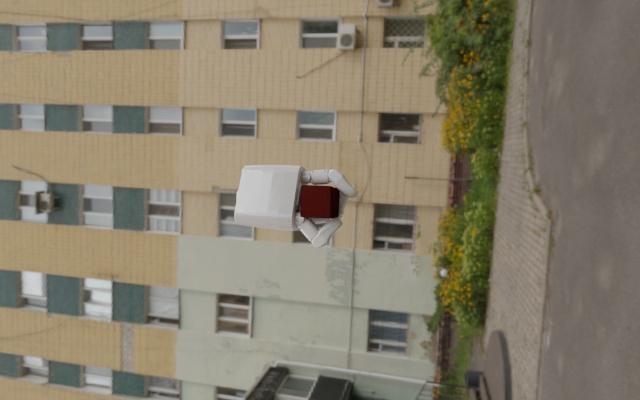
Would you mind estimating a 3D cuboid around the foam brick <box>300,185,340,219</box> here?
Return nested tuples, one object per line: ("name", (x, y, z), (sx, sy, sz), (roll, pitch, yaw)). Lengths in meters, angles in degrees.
("foam brick", (0.000, 0.002, 0.792), (0.051, 0.053, 0.078), (3, -1, 12))
